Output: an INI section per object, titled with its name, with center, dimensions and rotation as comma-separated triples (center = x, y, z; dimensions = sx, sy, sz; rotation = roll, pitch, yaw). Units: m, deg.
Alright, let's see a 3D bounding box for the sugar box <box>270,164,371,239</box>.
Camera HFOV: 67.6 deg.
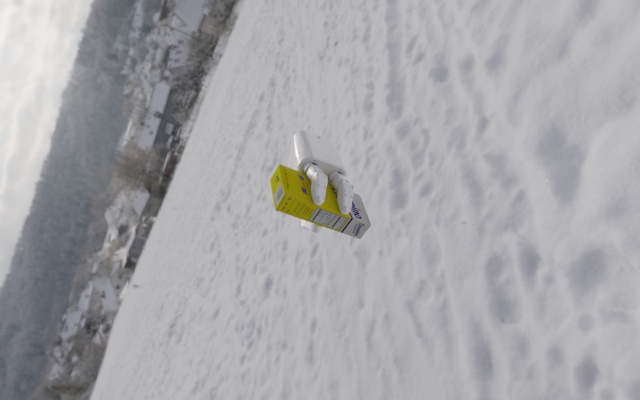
[sugar box]
center = 0.000, 0.002, 0.854
dimensions = 0.176, 0.048, 0.093
rotation = 17, 33, -25
